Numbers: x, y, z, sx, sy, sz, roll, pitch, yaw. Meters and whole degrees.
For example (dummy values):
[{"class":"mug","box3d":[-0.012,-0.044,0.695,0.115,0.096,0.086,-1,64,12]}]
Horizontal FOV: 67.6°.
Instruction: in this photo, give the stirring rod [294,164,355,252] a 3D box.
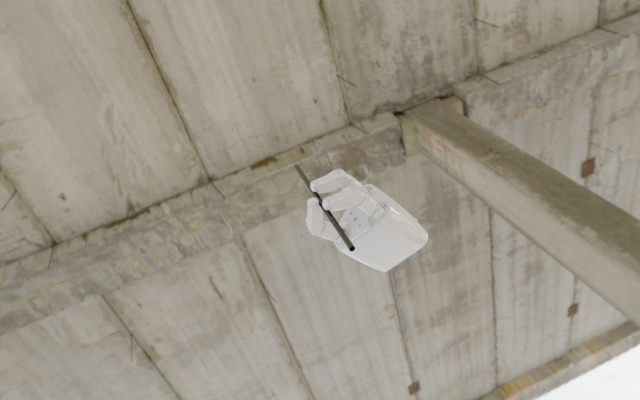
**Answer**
[{"class":"stirring rod","box3d":[0.000,0.002,0.701,0.011,0.011,0.239,0,30,-23]}]
